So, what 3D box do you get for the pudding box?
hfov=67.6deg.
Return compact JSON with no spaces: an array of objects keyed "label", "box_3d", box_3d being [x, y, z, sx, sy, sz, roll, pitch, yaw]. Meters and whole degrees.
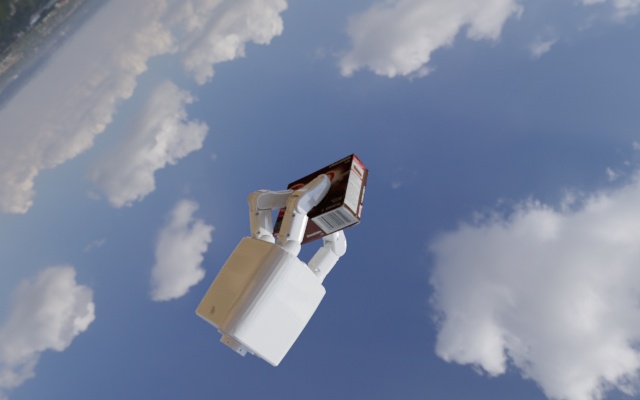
[{"label":"pudding box","box_3d":[0.000,0.002,0.584,0.113,0.090,0.039,-21,-52,32]}]
